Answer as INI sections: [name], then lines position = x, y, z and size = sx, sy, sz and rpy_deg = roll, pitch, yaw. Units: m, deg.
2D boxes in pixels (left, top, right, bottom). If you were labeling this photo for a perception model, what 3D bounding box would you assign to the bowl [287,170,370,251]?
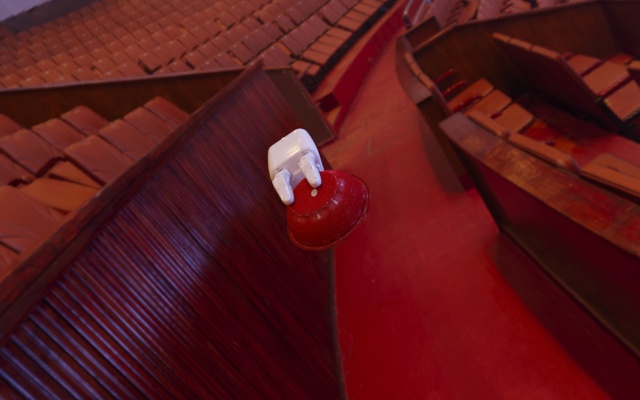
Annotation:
[bowl]
position = 0.001, 0.003, 0.803
size = 0.162, 0.162, 0.055
rpy_deg = 0, -36, 36
